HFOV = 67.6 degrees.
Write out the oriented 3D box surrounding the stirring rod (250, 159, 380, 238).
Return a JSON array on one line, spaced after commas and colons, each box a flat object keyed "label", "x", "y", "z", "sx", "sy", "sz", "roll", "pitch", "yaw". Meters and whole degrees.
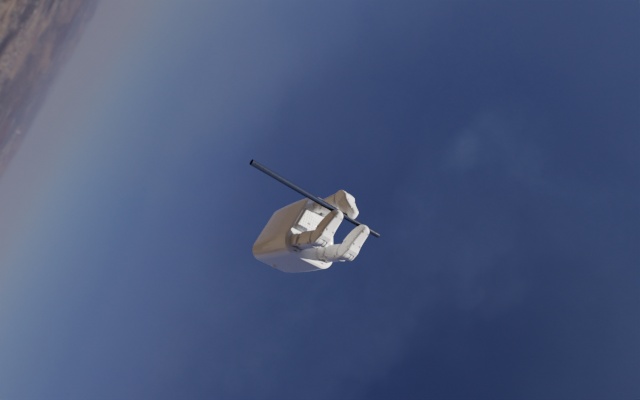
[{"label": "stirring rod", "x": 0.000, "y": 0.002, "z": 0.678, "sx": 0.239, "sy": 0.011, "sz": 0.011, "roll": 30, "pitch": -17, "yaw": -31}]
